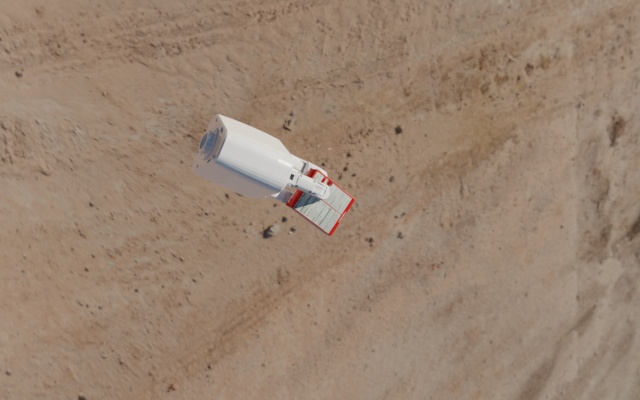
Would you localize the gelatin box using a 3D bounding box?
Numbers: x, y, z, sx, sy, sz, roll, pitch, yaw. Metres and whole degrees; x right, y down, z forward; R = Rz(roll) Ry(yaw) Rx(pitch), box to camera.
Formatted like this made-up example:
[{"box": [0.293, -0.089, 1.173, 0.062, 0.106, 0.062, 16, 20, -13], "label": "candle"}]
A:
[{"box": [0.001, 0.003, 0.759, 0.089, 0.073, 0.030, 37, -8, -24], "label": "gelatin box"}]
